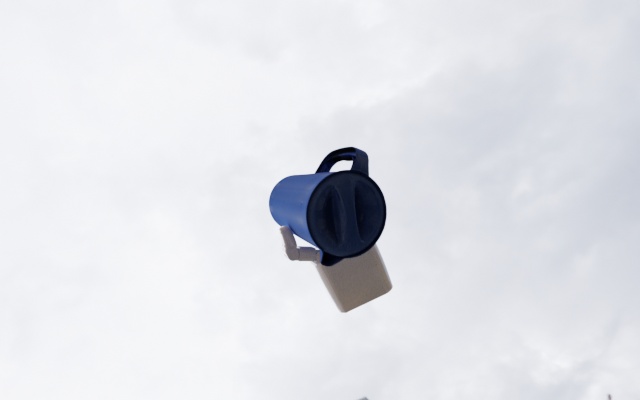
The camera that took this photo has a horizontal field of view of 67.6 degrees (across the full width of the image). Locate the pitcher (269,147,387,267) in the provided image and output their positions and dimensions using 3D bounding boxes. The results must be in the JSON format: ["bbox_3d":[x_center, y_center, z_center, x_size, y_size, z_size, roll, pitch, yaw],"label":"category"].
[{"bbox_3d":[0.000,0.003,0.809,0.149,0.145,0.243,-30,15,-18],"label":"pitcher"}]
